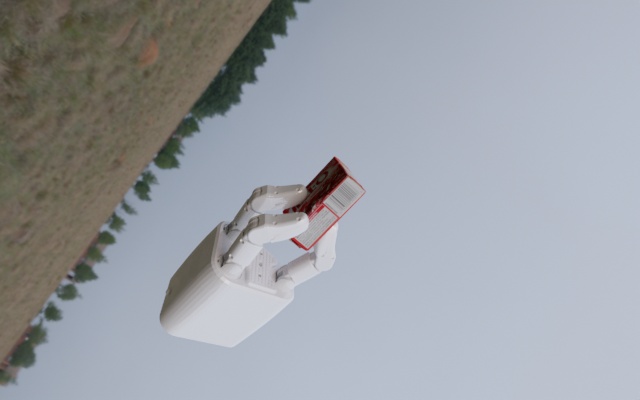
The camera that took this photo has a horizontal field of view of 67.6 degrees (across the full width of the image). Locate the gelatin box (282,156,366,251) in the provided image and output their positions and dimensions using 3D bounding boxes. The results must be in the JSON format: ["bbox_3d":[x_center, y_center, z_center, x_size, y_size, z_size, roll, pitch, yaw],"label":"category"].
[{"bbox_3d":[0.001,0.002,0.505,0.030,0.089,0.073,41,9,-20],"label":"gelatin box"}]
